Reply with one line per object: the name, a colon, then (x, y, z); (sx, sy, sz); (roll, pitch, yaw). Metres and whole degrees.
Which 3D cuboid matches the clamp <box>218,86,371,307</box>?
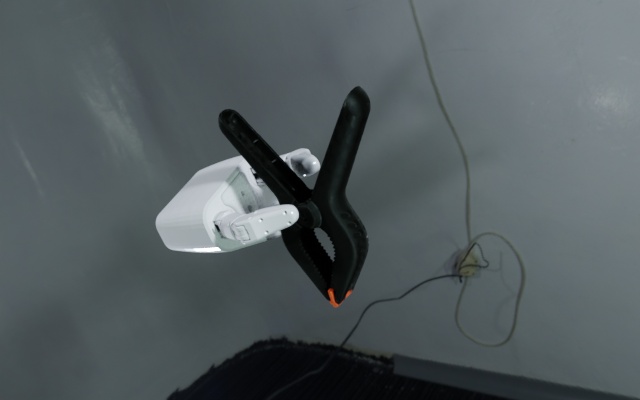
clamp: (0.000, 0.002, 0.430); (0.164, 0.210, 0.036); (-7, 21, 43)
